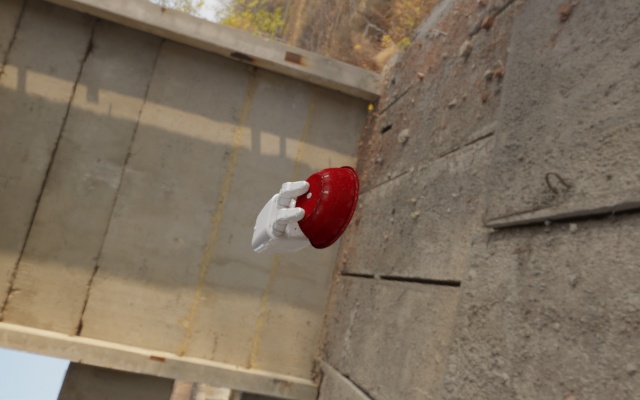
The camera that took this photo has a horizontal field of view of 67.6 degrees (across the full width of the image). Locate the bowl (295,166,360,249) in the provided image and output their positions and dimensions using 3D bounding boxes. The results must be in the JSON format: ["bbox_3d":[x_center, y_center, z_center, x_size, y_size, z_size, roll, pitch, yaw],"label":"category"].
[{"bbox_3d":[0.001,0.002,0.857,0.055,0.162,0.162,24,-11,-27],"label":"bowl"}]
